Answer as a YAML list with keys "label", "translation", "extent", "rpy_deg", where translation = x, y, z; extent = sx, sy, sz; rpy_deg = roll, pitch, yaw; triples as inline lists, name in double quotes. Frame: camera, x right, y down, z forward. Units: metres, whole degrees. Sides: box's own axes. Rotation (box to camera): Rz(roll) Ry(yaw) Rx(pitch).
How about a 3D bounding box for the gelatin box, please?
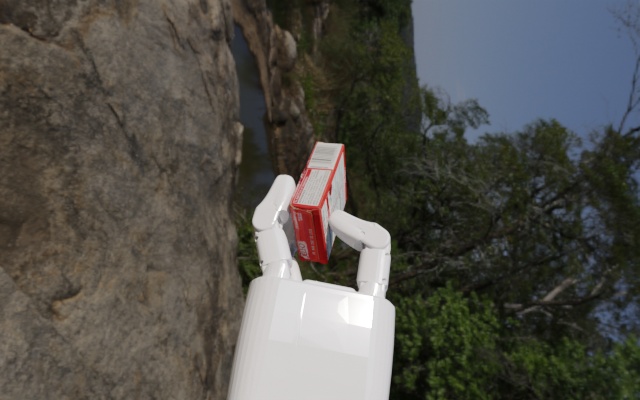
- label: "gelatin box"
  translation: [0.001, 0.001, 0.441]
  extent: [0.030, 0.089, 0.073]
  rpy_deg: [8, -43, 14]
